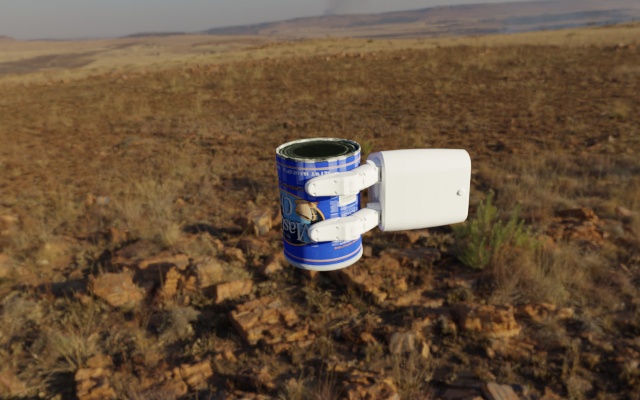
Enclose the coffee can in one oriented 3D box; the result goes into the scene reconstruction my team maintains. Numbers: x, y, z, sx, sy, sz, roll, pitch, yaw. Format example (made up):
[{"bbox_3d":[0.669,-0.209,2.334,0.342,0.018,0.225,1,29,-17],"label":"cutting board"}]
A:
[{"bbox_3d":[0.000,0.002,0.597,0.103,0.140,0.102,-2,21,1],"label":"coffee can"}]
